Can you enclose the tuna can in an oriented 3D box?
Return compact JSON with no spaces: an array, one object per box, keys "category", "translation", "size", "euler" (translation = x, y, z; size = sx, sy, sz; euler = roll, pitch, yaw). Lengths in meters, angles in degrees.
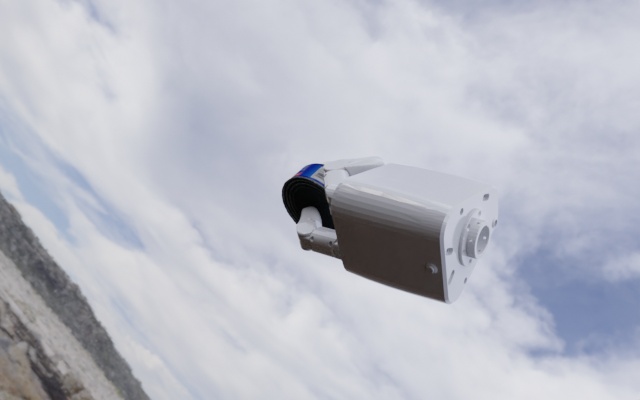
[{"category":"tuna can","translation":[0.000,0.001,0.535],"size":[0.086,0.086,0.033],"euler":[0,34,44]}]
